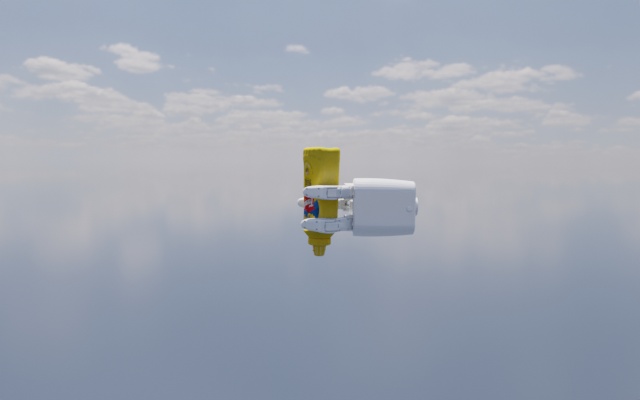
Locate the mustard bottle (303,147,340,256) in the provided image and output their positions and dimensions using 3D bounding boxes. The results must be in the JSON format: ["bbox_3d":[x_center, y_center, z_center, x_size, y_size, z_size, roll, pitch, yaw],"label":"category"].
[{"bbox_3d":[0.000,0.003,0.844,0.058,0.191,0.096,-1,5,-23],"label":"mustard bottle"}]
